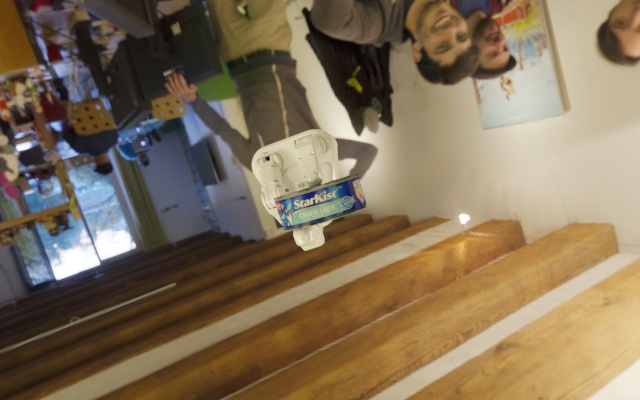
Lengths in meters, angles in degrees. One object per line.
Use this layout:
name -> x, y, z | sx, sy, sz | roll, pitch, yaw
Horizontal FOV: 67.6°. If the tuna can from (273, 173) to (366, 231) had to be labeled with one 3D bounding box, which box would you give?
tuna can -> 0.000, 0.002, 0.463 | 0.086, 0.034, 0.086 | -16, 2, 1
